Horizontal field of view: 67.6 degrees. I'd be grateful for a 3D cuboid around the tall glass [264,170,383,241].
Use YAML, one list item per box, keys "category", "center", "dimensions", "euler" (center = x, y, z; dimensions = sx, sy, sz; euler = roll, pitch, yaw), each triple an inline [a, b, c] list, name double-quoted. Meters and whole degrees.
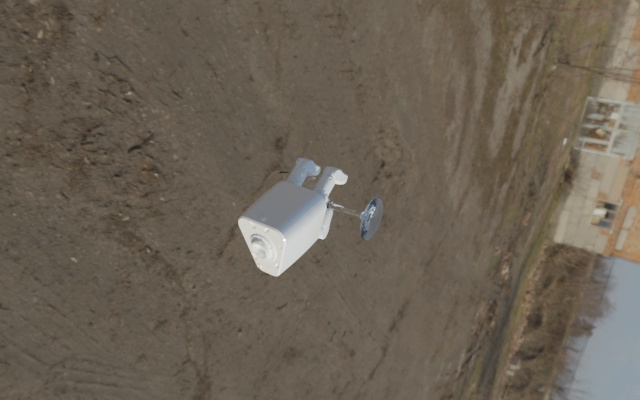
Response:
- category: "tall glass"
  center: [0.001, 0.003, 0.814]
  dimensions: [0.201, 0.079, 0.079]
  euler: [18, 9, 29]
